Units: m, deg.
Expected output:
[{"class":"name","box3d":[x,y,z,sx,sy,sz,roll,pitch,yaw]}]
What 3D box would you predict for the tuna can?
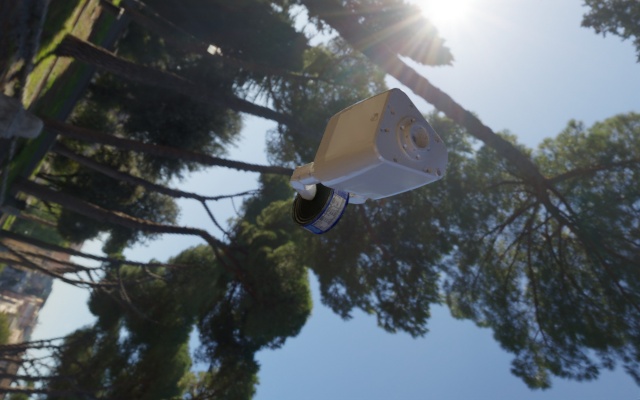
[{"class":"tuna can","box3d":[0.000,0.002,0.656,0.034,0.086,0.086,30,-16,-30]}]
